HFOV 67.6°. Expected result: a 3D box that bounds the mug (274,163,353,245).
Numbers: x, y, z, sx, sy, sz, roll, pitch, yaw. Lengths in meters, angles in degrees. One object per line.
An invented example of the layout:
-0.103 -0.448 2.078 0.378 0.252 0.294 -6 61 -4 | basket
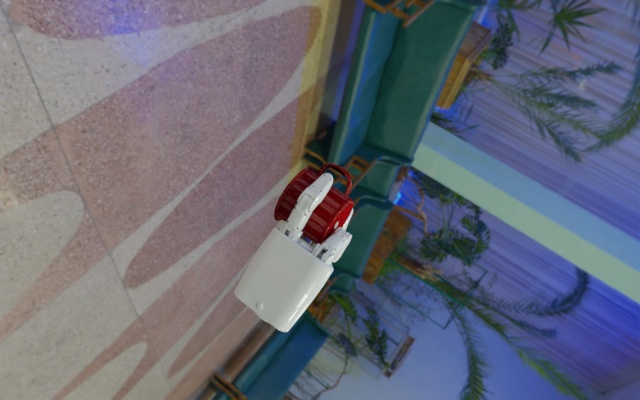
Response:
0.001 0.001 0.687 0.081 0.117 0.093 34 0 15 | mug
